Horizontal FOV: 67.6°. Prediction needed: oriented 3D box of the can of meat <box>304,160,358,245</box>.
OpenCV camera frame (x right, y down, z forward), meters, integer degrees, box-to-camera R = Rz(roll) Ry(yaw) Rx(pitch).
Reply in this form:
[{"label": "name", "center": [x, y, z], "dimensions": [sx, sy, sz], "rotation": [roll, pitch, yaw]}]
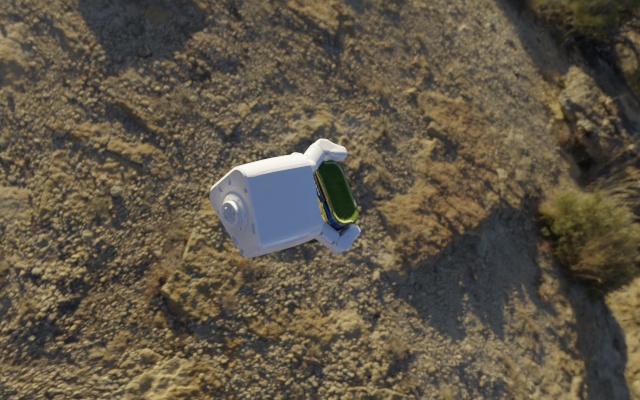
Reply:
[{"label": "can of meat", "center": [0.000, 0.002, 0.695], "dimensions": [0.057, 0.102, 0.084], "rotation": [-10, -14, -44]}]
